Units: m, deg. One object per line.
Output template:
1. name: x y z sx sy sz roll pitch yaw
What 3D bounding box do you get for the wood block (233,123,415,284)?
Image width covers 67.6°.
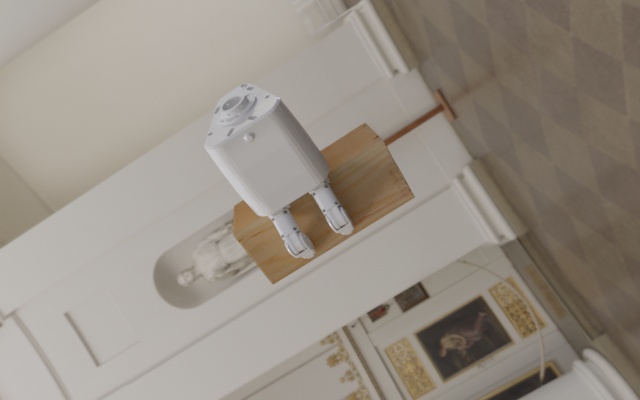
1. wood block: 0.000 0.002 0.608 0.206 0.090 0.090 -32 25 5
